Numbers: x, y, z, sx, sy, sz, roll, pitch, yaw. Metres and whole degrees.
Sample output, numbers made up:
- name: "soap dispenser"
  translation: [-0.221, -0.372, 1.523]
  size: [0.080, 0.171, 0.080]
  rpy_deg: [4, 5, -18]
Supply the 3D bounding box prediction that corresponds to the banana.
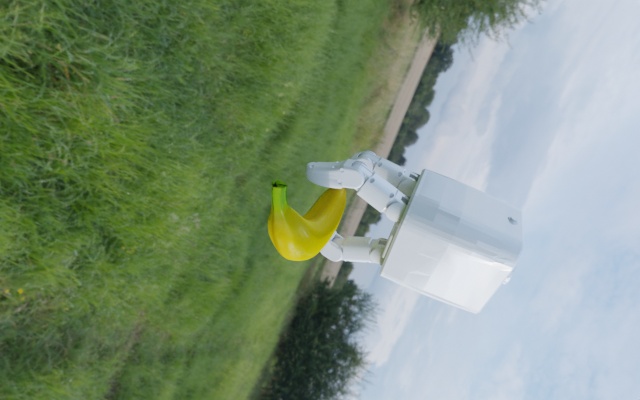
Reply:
- name: "banana"
  translation: [-0.007, 0.019, 0.446]
  size: [0.037, 0.069, 0.198]
  rpy_deg: [21, 6, 13]
